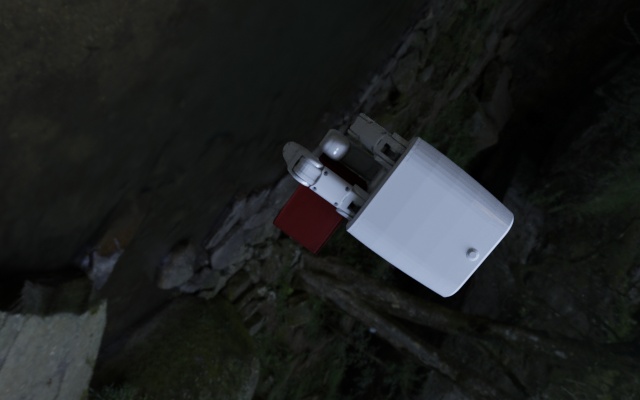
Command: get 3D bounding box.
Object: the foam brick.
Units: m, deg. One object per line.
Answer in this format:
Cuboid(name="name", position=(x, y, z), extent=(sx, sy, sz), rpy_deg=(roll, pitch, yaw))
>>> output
Cuboid(name="foam brick", position=(0.000, 0.002, 0.446), extent=(0.051, 0.078, 0.053), rpy_deg=(36, 11, -3))
